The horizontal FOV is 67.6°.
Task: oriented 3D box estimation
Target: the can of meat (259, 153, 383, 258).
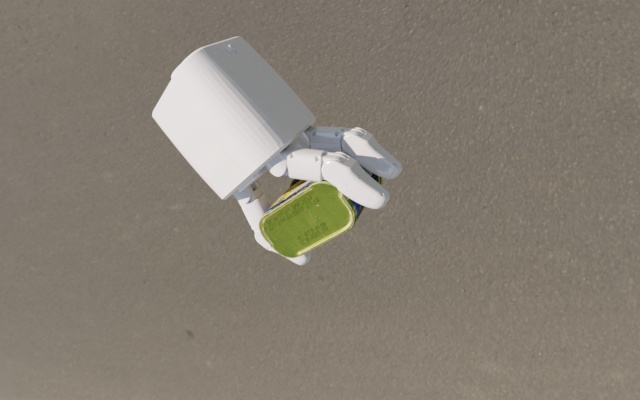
[{"bbox_3d":[0.000,0.002,0.452,0.102,0.057,0.084,-32,11,32],"label":"can of meat"}]
